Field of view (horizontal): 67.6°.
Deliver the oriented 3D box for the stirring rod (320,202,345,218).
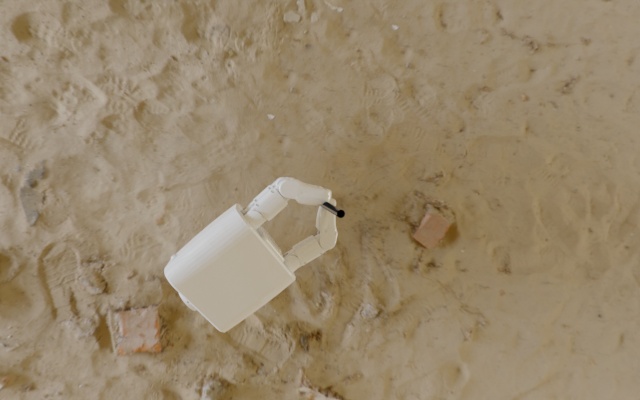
[{"bbox_3d":[0.000,0.002,0.571,0.011,0.011,0.239,0,5,-9],"label":"stirring rod"}]
